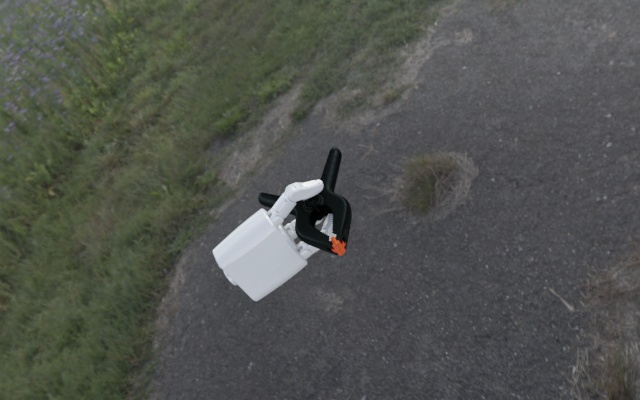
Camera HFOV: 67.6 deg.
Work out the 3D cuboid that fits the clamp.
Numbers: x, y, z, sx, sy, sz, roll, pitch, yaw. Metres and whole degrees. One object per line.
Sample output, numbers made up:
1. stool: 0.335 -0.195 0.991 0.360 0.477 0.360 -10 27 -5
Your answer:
1. clamp: 0.000 0.002 0.764 0.210 0.164 0.036 50 -3 47
